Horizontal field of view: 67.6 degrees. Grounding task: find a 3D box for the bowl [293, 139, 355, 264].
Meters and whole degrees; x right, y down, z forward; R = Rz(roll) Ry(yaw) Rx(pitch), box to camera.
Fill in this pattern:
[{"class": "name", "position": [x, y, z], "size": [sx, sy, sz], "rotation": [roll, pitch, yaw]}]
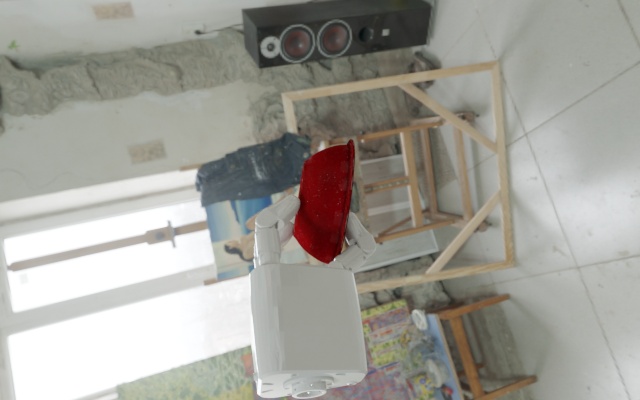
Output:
[{"class": "bowl", "position": [0.000, 0.001, 0.580], "size": [0.055, 0.162, 0.162], "rotation": [9, -1, -3]}]
